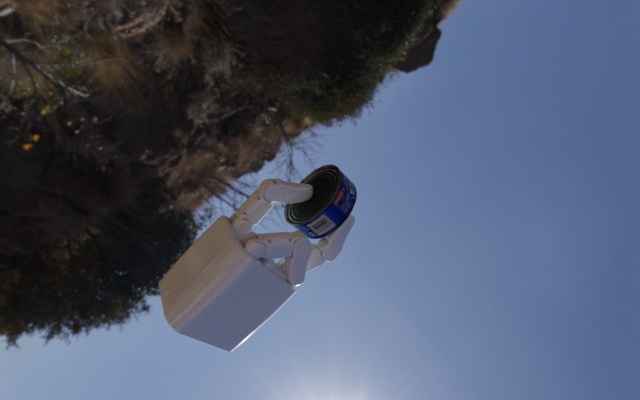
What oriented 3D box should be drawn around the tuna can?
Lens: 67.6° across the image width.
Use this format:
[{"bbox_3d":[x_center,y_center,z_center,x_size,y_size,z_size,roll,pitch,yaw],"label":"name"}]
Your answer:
[{"bbox_3d":[0.001,0.002,0.555,0.034,0.086,0.086,42,-24,-29],"label":"tuna can"}]
